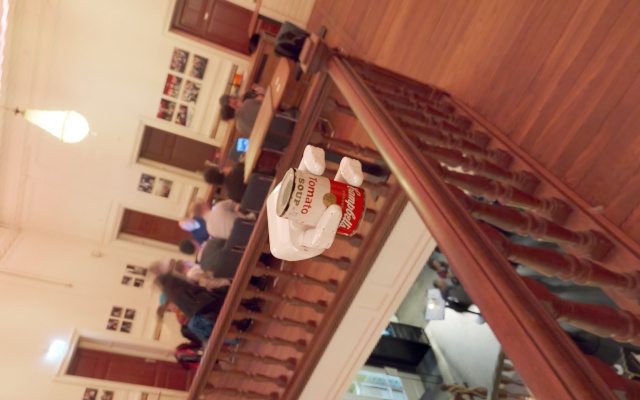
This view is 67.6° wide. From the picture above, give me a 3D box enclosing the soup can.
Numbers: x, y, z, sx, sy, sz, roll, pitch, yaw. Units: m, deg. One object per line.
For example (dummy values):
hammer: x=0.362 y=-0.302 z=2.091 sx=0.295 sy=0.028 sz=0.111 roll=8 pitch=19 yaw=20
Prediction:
soup can: x=0.000 y=0.002 z=0.626 sx=0.102 sy=0.068 sz=0.068 roll=16 pitch=-5 yaw=-18
